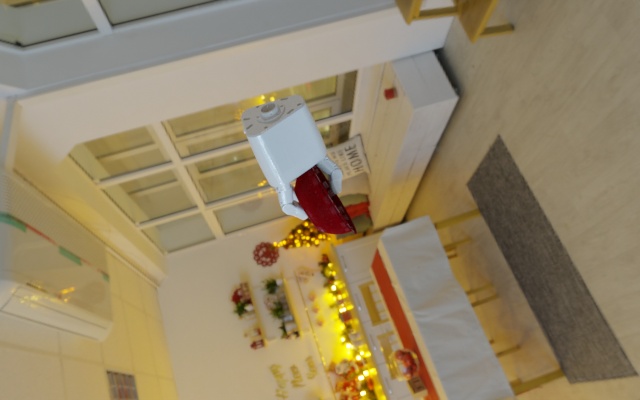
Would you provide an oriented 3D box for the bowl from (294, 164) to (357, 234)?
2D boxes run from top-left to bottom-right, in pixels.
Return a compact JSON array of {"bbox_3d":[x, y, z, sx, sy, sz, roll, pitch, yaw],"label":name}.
[{"bbox_3d":[0.000,0.004,0.850,0.055,0.162,0.162,-32,-4,6],"label":"bowl"}]
